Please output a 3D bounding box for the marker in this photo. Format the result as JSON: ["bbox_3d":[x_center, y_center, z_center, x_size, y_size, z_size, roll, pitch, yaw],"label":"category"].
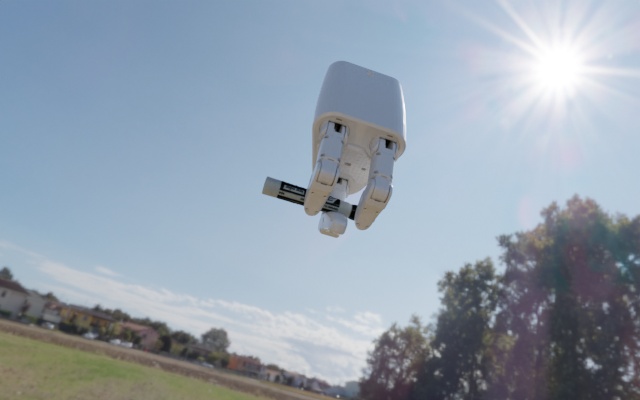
[{"bbox_3d":[0.000,0.002,0.493,0.121,0.020,0.020,17,-3,-10],"label":"marker"}]
